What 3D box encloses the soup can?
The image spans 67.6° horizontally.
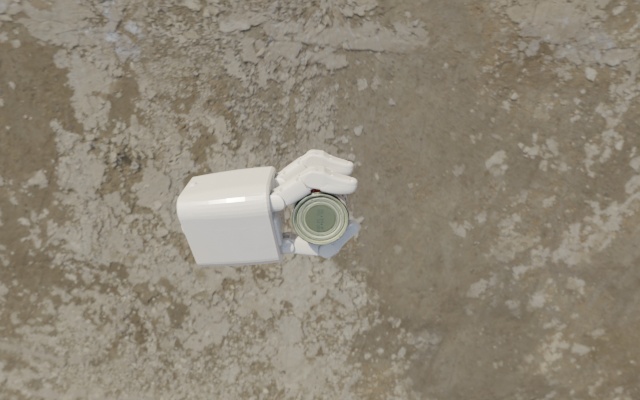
[{"bbox_3d":[0.001,0.002,0.586,0.068,0.068,0.102,0,23,1],"label":"soup can"}]
